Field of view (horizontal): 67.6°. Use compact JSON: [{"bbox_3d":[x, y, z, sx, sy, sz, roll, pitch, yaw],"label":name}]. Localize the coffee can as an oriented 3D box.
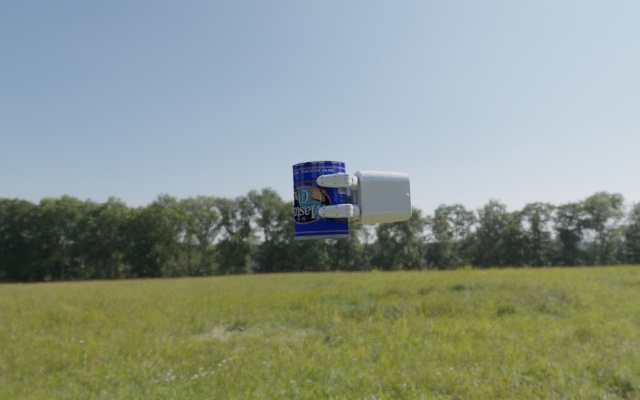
[{"bbox_3d":[0.000,0.003,0.896,0.103,0.140,0.103,-3,-5,0],"label":"coffee can"}]
